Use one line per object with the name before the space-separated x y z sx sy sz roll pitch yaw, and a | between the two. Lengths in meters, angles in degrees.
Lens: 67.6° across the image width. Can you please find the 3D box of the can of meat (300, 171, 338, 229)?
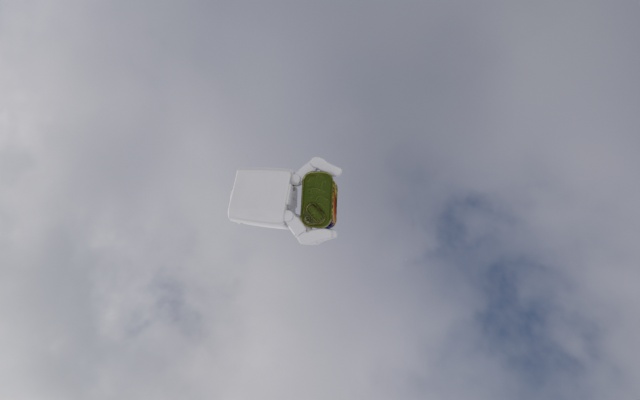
can of meat | 0.000 0.003 0.889 0.057 0.102 0.084 2 -6 10
